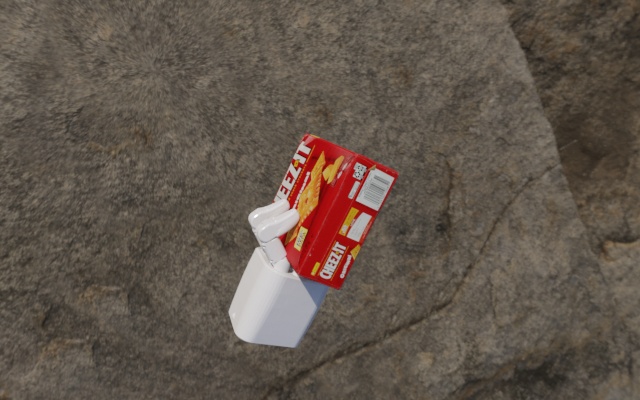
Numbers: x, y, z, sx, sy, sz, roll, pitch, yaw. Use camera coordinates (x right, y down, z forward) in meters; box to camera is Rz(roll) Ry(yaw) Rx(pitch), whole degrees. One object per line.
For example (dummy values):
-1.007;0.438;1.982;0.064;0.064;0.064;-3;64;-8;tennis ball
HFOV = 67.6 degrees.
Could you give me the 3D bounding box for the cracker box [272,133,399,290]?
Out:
0.000;0.002;0.664;0.072;0.164;0.213;24;6;-23;cracker box
